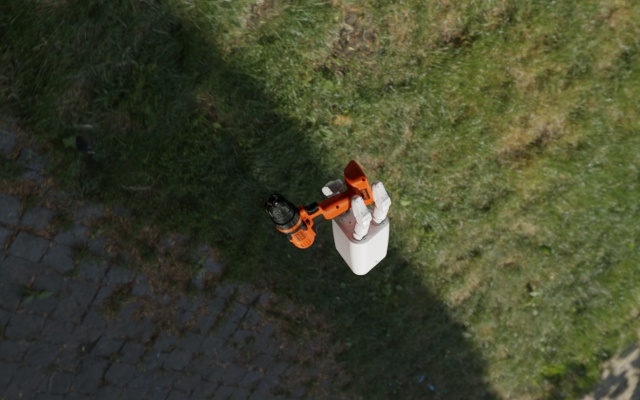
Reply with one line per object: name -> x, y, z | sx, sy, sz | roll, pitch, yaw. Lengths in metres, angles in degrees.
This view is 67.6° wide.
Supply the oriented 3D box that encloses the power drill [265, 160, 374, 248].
power drill -> 0.001, 0.003, 0.887 | 0.187, 0.057, 0.184 | -30, -30, 1
